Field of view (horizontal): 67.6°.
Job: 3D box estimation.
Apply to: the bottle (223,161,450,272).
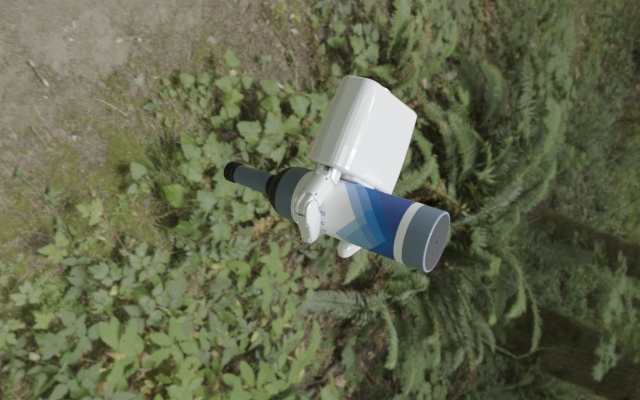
[{"bbox_3d":[0.000,0.002,0.566,0.295,0.069,0.069,19,10,30],"label":"bottle"}]
